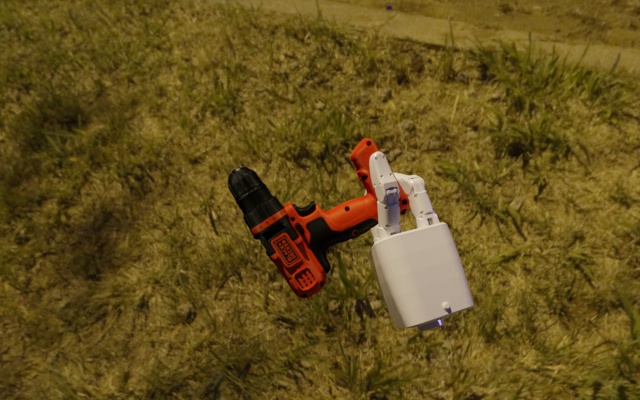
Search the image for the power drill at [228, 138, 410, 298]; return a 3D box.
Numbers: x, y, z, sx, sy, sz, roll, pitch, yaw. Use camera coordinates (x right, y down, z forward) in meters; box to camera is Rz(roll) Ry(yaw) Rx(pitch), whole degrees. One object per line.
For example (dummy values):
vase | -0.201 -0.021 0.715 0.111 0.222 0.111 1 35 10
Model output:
power drill | 0.001 0.002 0.599 0.187 0.184 0.057 -33 3 -1
